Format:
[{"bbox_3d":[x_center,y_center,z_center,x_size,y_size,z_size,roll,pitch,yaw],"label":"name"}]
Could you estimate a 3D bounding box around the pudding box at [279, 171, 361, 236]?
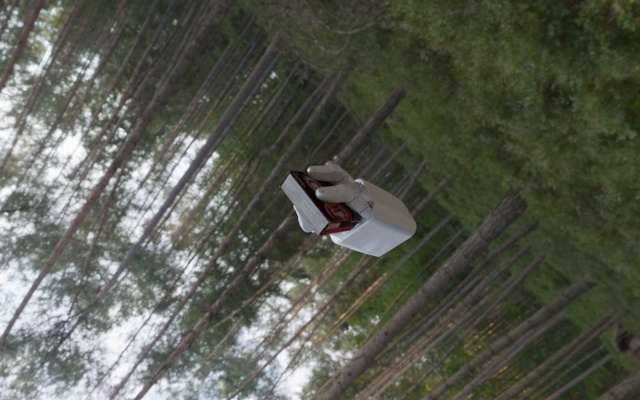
[{"bbox_3d":[0.000,0.003,0.765,0.113,0.039,0.090,49,27,24],"label":"pudding box"}]
